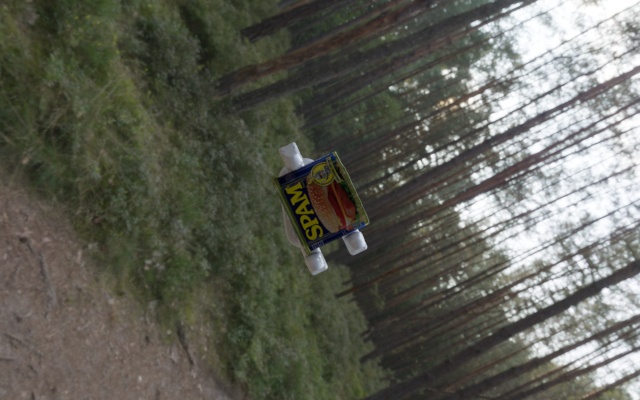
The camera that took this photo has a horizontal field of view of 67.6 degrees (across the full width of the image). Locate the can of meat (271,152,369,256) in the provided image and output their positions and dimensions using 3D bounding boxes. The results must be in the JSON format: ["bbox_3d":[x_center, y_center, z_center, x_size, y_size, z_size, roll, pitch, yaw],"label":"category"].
[{"bbox_3d":[0.000,0.002,0.574,0.084,0.102,0.057,-25,4,-2],"label":"can of meat"}]
